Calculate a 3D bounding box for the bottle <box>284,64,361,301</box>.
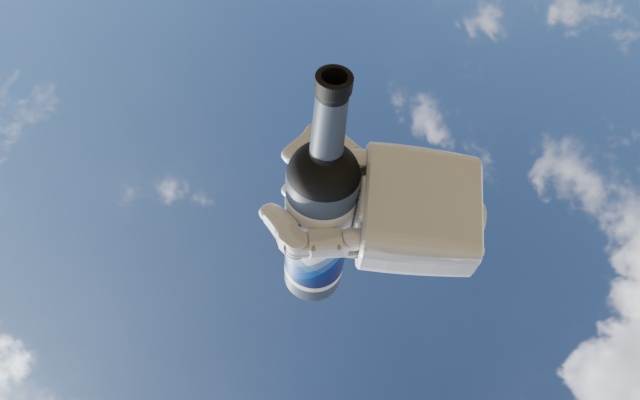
[{"bbox_3d":[0.000,0.002,0.447,0.069,0.069,0.296,0,-36,-5],"label":"bottle"}]
